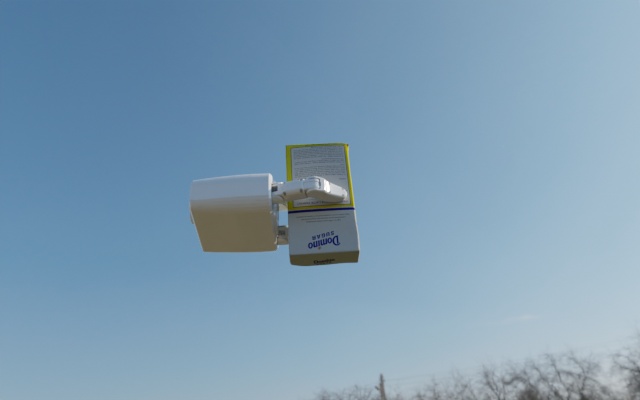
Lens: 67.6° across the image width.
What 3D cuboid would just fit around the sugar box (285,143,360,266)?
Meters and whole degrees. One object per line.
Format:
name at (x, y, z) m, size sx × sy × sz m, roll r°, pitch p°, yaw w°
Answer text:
sugar box at (0.000, 0.002, 0.664) m, size 0.093 × 0.176 × 0.048 m, roll -3°, pitch -28°, yaw -1°
